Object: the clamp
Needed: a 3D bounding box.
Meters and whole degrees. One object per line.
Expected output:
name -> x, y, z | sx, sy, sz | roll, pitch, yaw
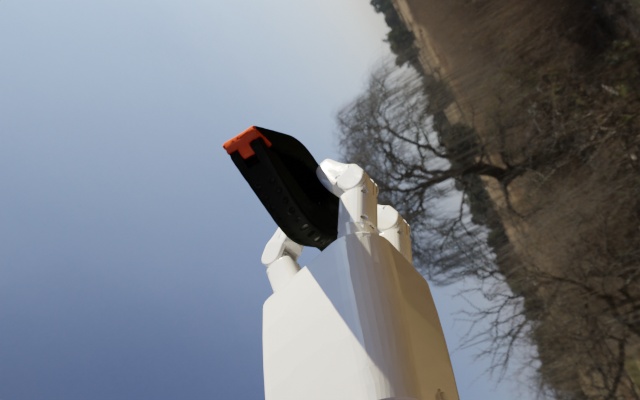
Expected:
clamp -> -0.001, 0.002, 0.400 | 0.036, 0.164, 0.210 | -28, -49, 19
